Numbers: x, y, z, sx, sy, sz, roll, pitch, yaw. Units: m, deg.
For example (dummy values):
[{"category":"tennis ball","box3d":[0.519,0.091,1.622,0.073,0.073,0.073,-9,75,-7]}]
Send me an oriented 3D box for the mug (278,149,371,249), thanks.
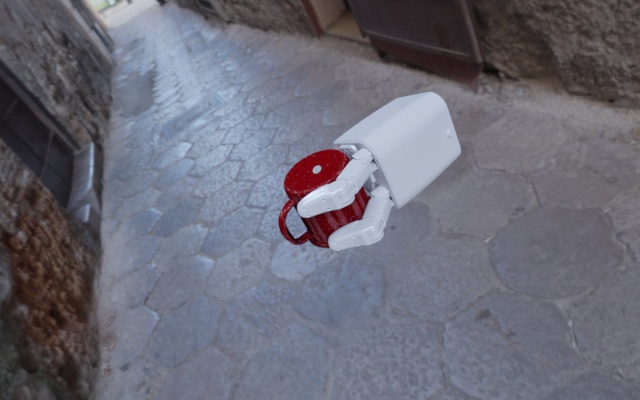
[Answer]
[{"category":"mug","box3d":[-0.001,0.003,0.551,0.117,0.081,0.093,-38,34,-14]}]
